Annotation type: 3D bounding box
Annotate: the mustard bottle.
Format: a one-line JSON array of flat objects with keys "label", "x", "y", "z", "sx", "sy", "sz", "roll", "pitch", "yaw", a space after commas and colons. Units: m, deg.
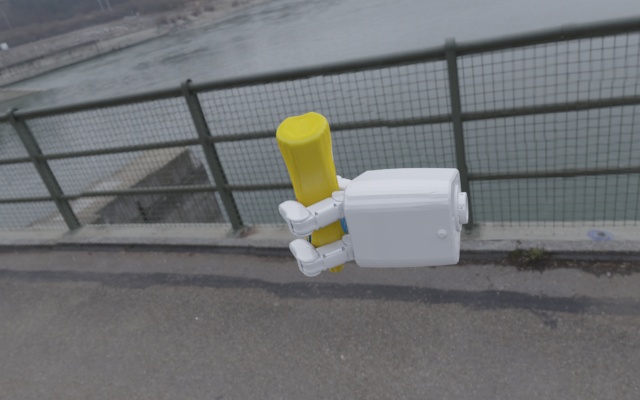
[{"label": "mustard bottle", "x": 0.000, "y": 0.002, "z": 0.552, "sx": 0.058, "sy": 0.192, "sz": 0.096, "roll": -14, "pitch": 27, "yaw": 0}]
